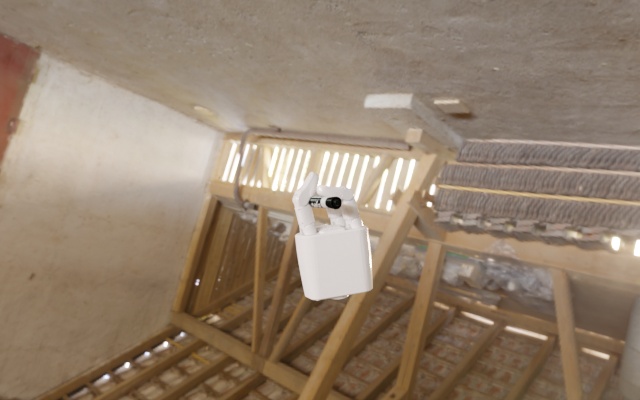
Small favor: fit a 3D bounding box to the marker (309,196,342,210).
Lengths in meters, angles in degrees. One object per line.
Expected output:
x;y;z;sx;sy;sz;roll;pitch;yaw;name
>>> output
0.000;0.002;0.737;0.020;0.020;0.121;0;1;-25;marker
